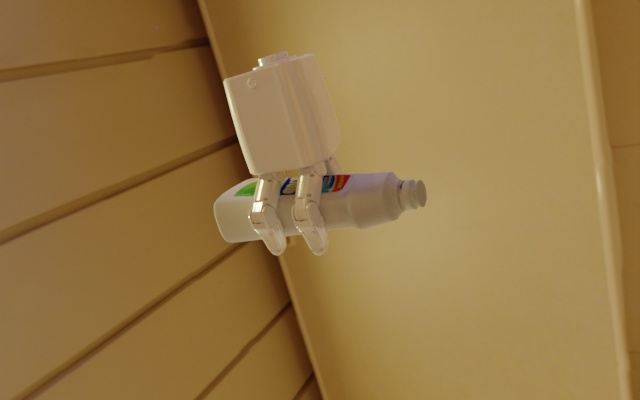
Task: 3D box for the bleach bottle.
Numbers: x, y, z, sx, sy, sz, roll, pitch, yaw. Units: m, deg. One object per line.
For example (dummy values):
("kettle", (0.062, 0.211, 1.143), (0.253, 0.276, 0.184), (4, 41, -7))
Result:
("bleach bottle", (0.000, 0.002, 0.550), (0.251, 0.068, 0.102), (-6, 18, 32))
